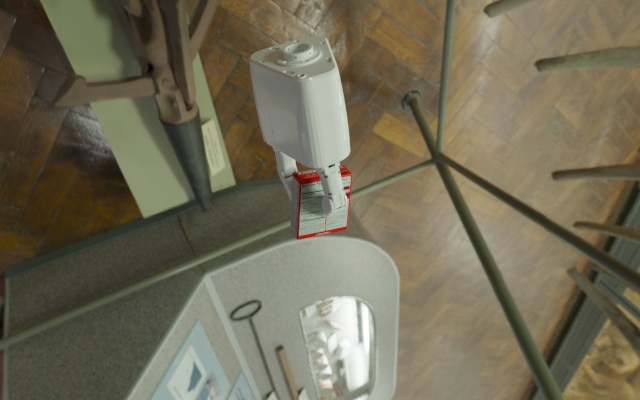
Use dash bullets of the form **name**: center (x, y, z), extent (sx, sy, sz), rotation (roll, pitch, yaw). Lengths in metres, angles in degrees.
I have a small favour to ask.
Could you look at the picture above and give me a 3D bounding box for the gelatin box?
- **gelatin box**: center (0.000, 0.003, 0.616), extent (0.073, 0.089, 0.030), rotation (-11, 33, -22)
